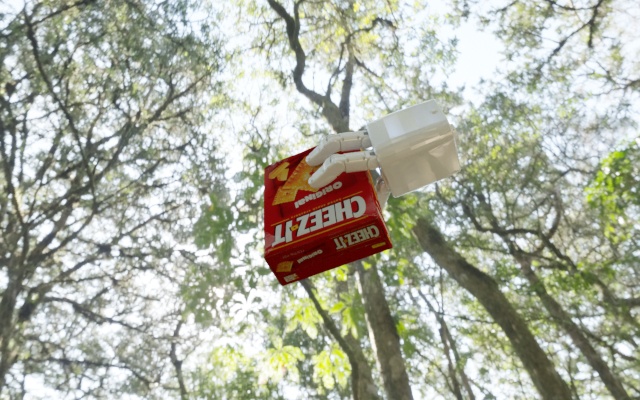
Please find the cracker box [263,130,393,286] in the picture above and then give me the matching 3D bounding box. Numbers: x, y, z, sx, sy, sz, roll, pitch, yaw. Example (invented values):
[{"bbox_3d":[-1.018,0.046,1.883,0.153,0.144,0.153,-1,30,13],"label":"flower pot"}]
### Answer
[{"bbox_3d":[0.000,0.002,0.705,0.164,0.072,0.213,-21,37,10],"label":"cracker box"}]
